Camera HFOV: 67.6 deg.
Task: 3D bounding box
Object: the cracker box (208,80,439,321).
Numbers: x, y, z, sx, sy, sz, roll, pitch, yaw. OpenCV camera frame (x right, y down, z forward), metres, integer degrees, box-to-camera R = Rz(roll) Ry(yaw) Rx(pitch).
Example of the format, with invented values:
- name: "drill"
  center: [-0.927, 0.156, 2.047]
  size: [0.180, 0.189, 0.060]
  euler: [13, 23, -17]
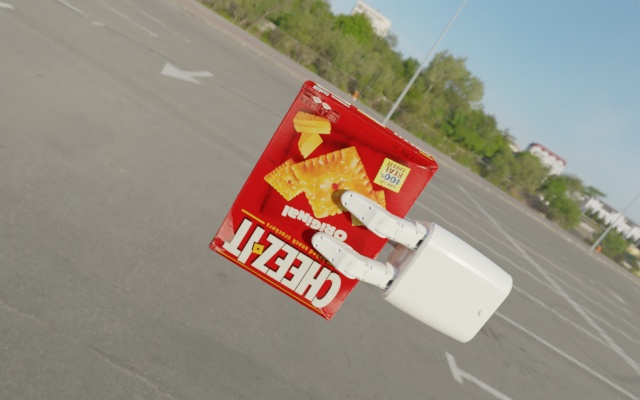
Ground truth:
- name: "cracker box"
  center: [0.000, 0.002, 0.530]
  size: [0.164, 0.214, 0.072]
  euler: [32, 15, -3]
